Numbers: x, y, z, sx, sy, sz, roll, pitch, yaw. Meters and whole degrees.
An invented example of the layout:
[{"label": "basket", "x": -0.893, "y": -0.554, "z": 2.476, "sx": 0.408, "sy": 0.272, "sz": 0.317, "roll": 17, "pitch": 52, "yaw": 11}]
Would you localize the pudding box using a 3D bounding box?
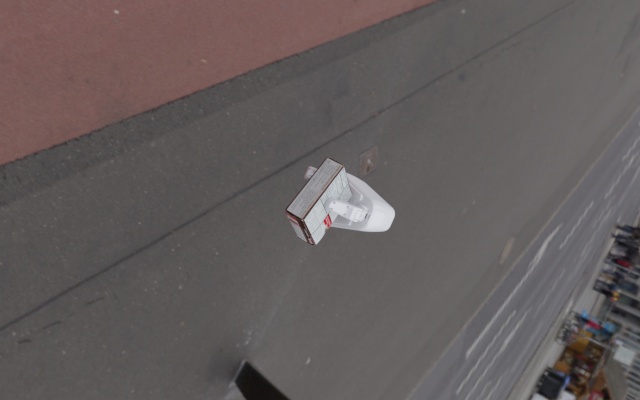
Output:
[{"label": "pudding box", "x": 0.000, "y": 0.003, "z": 0.741, "sx": 0.039, "sy": 0.113, "sz": 0.090, "roll": 26, "pitch": -22, "yaw": 26}]
